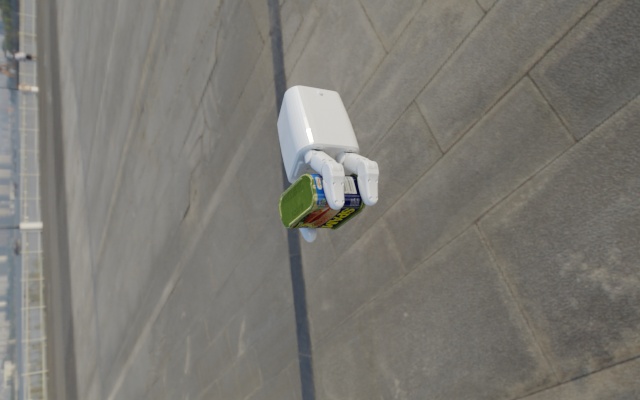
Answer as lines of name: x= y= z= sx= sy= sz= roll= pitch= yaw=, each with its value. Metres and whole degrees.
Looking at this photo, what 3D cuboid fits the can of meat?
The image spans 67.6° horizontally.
can of meat: x=0.000 y=0.002 z=0.667 sx=0.084 sy=0.057 sz=0.102 roll=1 pitch=-25 yaw=-33
